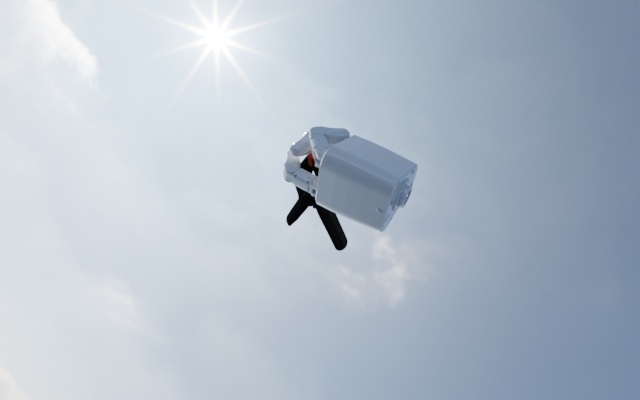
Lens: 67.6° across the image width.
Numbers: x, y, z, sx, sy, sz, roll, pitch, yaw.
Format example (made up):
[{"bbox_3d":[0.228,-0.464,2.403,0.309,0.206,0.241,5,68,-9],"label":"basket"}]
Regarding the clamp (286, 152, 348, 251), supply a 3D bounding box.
[{"bbox_3d":[0.000,0.002,0.753,0.120,0.172,0.039,26,47,18],"label":"clamp"}]
